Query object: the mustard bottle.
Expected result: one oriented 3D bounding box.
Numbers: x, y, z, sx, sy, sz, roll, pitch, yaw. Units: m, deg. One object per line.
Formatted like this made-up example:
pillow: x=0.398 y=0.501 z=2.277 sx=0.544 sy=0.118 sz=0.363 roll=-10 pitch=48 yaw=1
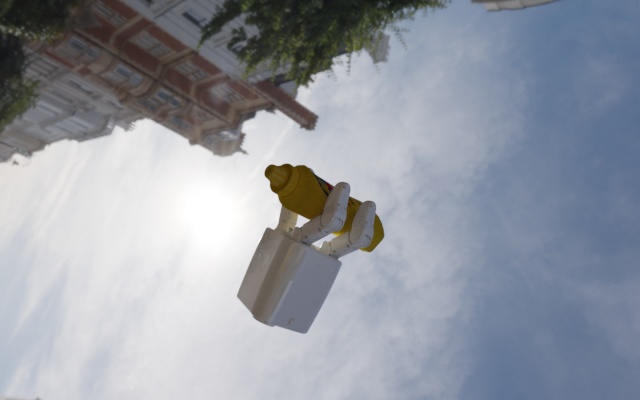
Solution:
mustard bottle: x=0.000 y=0.002 z=0.632 sx=0.192 sy=0.058 sz=0.096 roll=31 pitch=16 yaw=-40
